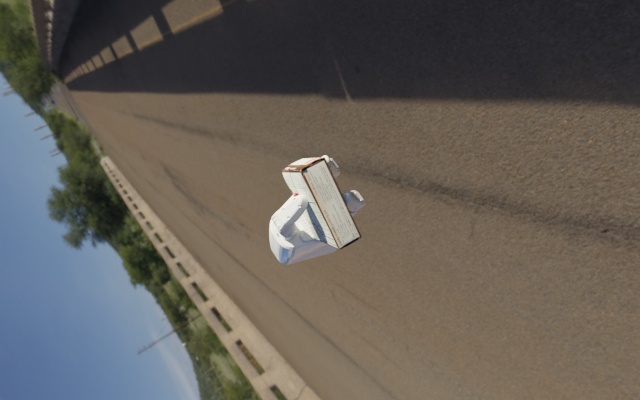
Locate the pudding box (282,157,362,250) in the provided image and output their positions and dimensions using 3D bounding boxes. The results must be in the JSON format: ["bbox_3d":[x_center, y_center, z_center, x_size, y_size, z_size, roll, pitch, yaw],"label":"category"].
[{"bbox_3d":[0.000,0.002,0.610,0.039,0.113,0.090,-31,13,-16],"label":"pudding box"}]
